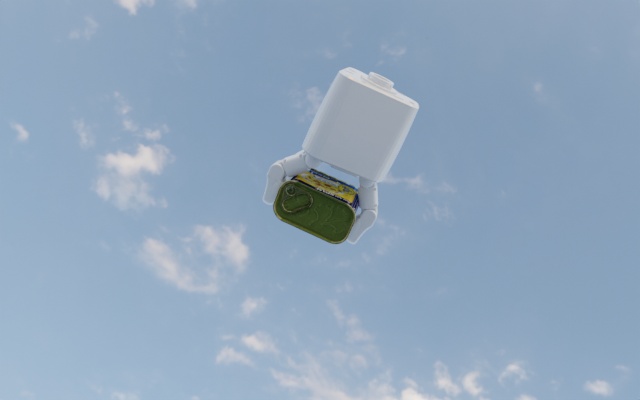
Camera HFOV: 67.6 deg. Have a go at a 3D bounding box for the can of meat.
[{"bbox_3d":[0.000,0.002,0.623,0.102,0.057,0.084,24,22,4],"label":"can of meat"}]
